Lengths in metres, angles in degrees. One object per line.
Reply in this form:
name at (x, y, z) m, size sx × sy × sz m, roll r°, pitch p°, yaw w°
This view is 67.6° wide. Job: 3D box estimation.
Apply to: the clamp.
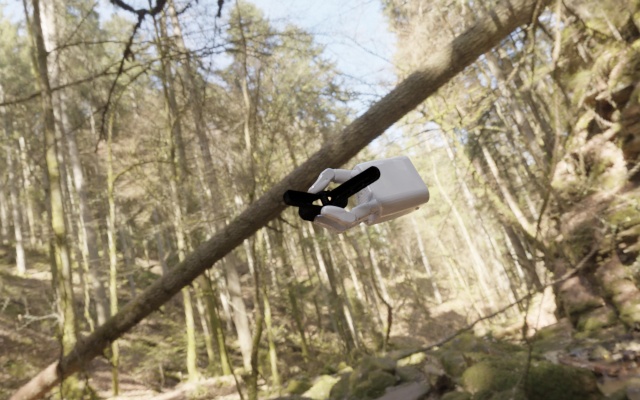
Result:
clamp at (0.000, 0.002, 0.843) m, size 0.164 × 0.036 × 0.210 m, roll -13°, pitch -15°, yaw -18°
